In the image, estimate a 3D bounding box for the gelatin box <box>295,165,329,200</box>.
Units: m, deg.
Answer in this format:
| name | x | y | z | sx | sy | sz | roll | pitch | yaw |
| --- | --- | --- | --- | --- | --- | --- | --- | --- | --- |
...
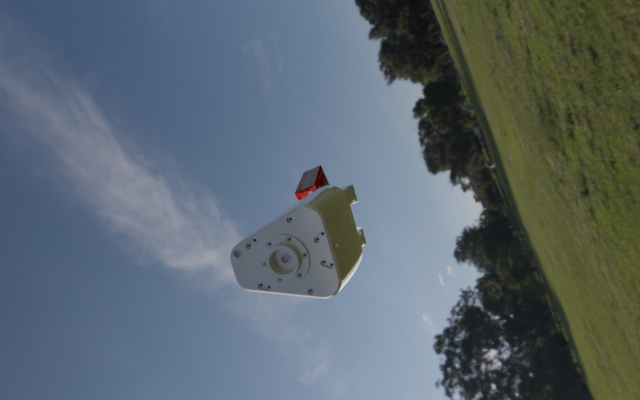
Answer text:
| name | x | y | z | sx | sy | sz | roll | pitch | yaw |
| --- | --- | --- | --- | --- | --- | --- | --- | --- | --- |
| gelatin box | 0.000 | 0.002 | 0.627 | 0.030 | 0.073 | 0.089 | -22 | 17 | 13 |
